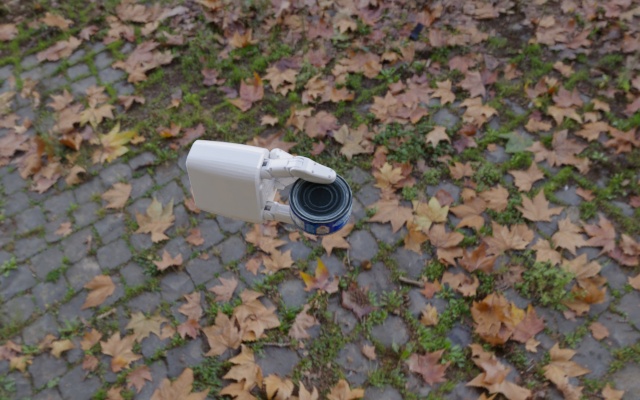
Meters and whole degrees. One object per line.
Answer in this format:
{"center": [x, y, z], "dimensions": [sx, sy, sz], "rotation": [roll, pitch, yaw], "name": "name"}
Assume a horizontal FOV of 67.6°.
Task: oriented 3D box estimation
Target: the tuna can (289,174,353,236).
{"center": [0.000, 0.002, 0.638], "dimensions": [0.086, 0.086, 0.034], "rotation": [0, -32, 0], "name": "tuna can"}
